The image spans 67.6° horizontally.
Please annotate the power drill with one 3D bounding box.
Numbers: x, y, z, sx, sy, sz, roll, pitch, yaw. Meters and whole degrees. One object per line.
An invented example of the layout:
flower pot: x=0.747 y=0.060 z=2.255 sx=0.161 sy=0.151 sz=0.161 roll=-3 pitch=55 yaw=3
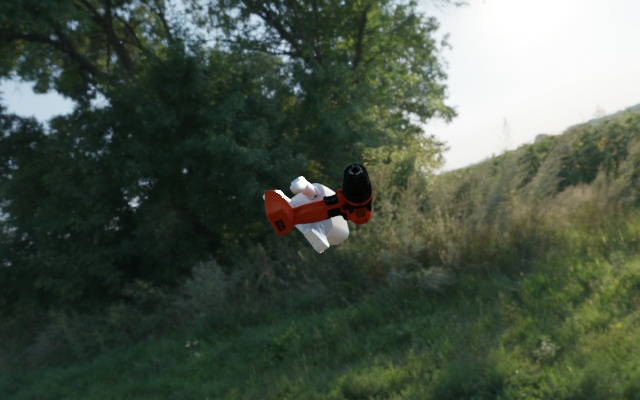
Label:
power drill: x=0.000 y=0.003 z=0.845 sx=0.187 sy=0.057 sz=0.184 roll=-8 pitch=-28 yaw=4
